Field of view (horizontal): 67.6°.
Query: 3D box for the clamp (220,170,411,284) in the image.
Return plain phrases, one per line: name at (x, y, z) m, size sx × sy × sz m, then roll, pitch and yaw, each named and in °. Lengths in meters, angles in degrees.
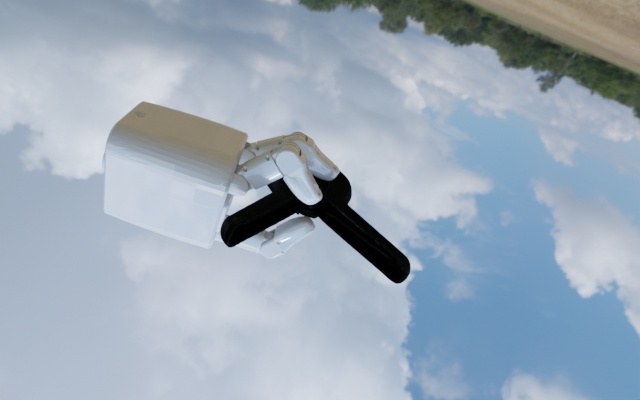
clamp at (0.000, 0.002, 0.470) m, size 0.164 × 0.036 × 0.210 m, roll 18°, pitch 27°, yaw -9°
